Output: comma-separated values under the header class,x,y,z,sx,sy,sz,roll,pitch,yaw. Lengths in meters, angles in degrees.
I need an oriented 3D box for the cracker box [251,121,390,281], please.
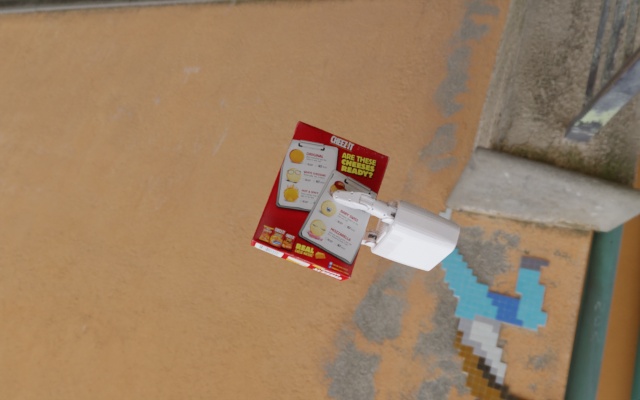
class,x,y,z,sx,sy,sz,roll,pitch,yaw
cracker box,0.000,0.003,0.779,0.164,0.213,0.072,21,-17,-6
